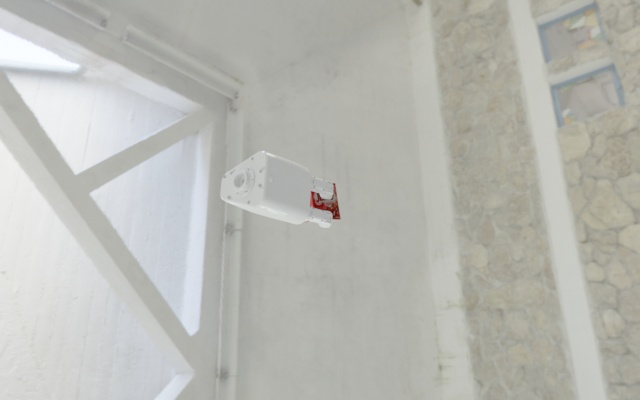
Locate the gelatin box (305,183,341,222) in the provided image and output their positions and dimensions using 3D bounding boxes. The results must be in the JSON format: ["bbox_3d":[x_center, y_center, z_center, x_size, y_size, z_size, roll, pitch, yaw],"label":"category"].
[{"bbox_3d":[0.000,0.003,0.899,0.030,0.073,0.089,-13,-9,33],"label":"gelatin box"}]
